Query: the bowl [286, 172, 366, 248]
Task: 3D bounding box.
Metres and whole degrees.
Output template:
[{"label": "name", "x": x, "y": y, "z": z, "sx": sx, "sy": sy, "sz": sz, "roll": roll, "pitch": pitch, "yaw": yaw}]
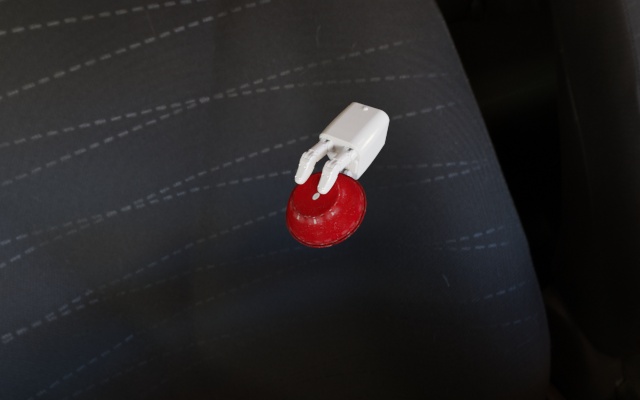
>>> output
[{"label": "bowl", "x": 0.000, "y": 0.004, "z": 0.884, "sx": 0.162, "sy": 0.162, "sz": 0.055, "roll": 0, "pitch": -28, "yaw": 22}]
